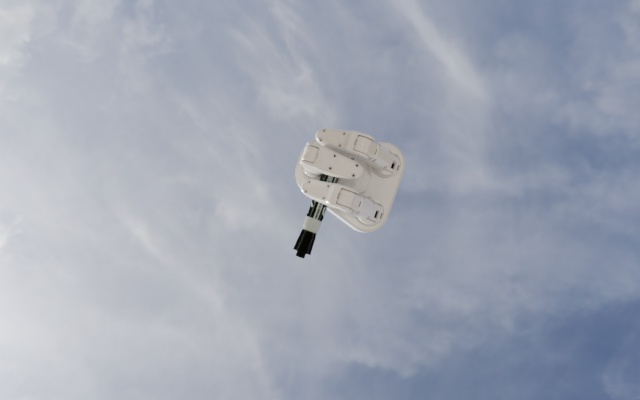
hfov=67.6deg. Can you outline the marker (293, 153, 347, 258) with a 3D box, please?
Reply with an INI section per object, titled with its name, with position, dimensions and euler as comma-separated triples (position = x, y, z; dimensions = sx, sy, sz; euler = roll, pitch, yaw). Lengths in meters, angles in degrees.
[marker]
position = 0.000, 0.002, 0.493
dimensions = 0.020, 0.121, 0.020
euler = 20, -4, 1
